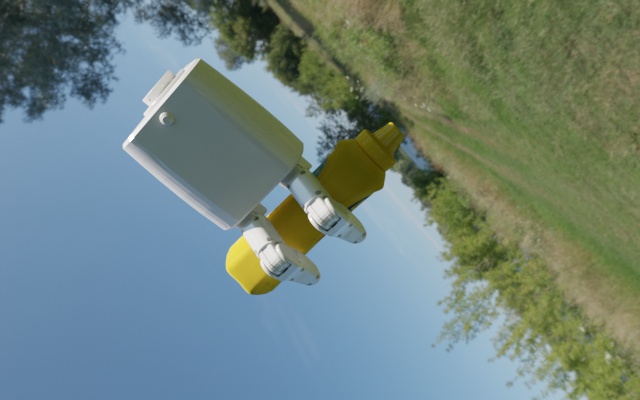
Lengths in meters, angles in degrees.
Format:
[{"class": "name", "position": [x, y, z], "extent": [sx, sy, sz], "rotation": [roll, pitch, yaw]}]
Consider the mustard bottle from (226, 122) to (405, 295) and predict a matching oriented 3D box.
[{"class": "mustard bottle", "position": [0.000, 0.002, 0.438], "extent": [0.192, 0.058, 0.096], "rotation": [-44, -1, 13]}]
